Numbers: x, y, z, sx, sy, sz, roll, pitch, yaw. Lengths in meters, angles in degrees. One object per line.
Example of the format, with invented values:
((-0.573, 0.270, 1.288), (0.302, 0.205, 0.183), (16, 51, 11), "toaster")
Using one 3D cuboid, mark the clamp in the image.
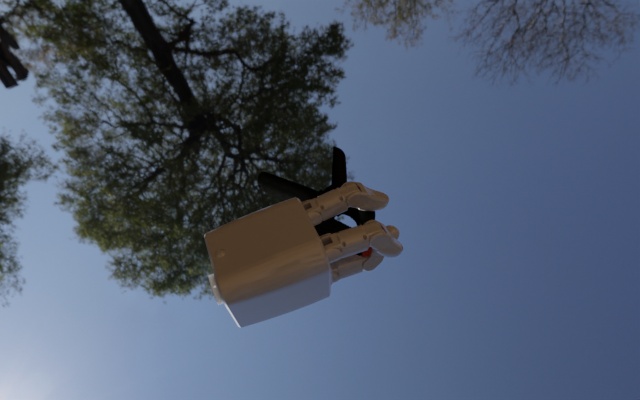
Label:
((0.000, 0.002, 0.560), (0.120, 0.039, 0.171), (-19, 44, -10), "clamp")
